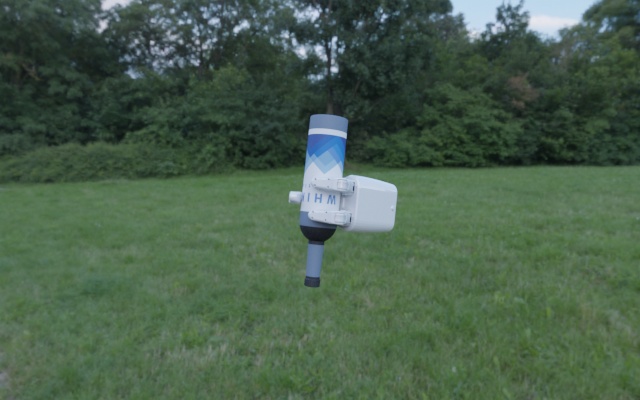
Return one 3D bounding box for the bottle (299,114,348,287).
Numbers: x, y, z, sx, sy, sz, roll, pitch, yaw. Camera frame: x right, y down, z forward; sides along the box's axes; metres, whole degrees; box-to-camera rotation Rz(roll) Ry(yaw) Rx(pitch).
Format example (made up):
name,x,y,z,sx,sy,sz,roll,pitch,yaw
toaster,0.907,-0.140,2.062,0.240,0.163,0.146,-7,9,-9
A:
name,x,y,z,sx,sy,sz,roll,pitch,yaw
bottle,0.000,0.002,0.834,0.069,0.295,0.069,6,-1,0
